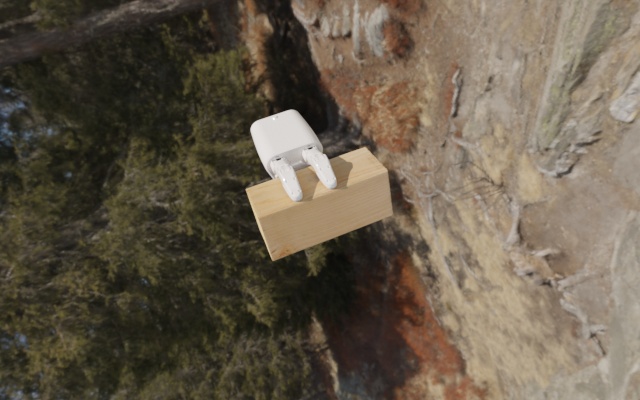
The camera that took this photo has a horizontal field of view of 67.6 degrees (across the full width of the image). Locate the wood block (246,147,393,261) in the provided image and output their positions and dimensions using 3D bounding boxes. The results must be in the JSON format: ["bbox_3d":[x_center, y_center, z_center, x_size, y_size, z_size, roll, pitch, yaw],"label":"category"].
[{"bbox_3d":[0.000,0.003,0.757,0.206,0.091,0.090,-20,36,-10],"label":"wood block"}]
